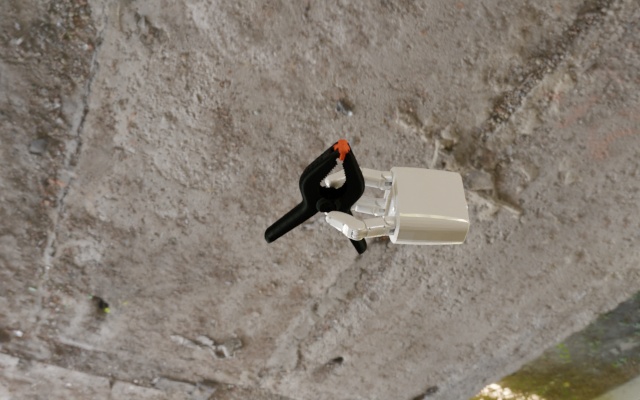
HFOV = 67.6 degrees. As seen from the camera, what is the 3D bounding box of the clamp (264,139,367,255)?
[{"bbox_3d":[0.000,0.002,0.702,0.164,0.210,0.036,2,42,-5],"label":"clamp"}]
